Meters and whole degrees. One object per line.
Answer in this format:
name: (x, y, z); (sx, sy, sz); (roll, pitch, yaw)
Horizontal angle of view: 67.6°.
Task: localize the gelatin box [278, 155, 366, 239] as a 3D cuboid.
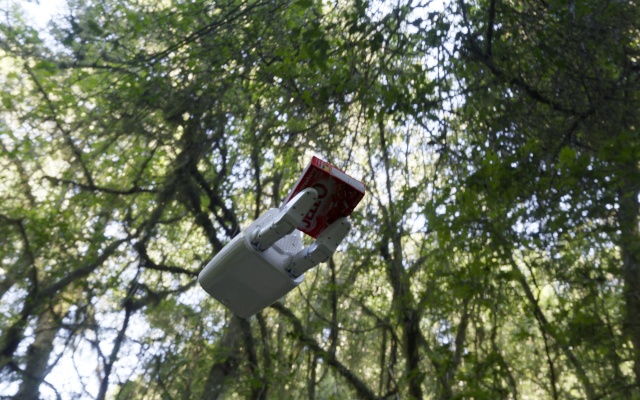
gelatin box: (0.000, 0.001, 0.569); (0.073, 0.089, 0.030); (29, 28, -10)
